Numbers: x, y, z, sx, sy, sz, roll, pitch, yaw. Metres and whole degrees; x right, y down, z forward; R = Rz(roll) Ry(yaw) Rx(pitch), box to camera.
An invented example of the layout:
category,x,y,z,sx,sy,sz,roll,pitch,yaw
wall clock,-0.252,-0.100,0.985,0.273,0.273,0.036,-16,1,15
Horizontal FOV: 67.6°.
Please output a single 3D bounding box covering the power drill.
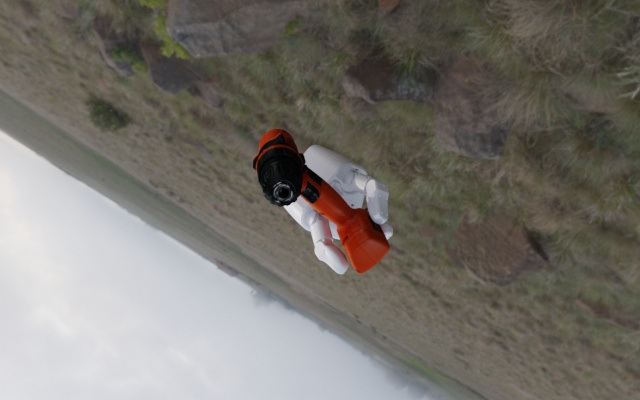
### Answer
category,x,y,z,sx,sy,sz,roll,pitch,yaw
power drill,0.000,0.002,0.564,0.057,0.188,0.184,-41,22,11
